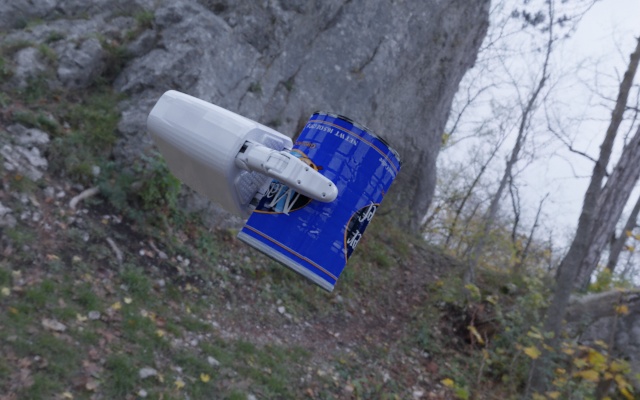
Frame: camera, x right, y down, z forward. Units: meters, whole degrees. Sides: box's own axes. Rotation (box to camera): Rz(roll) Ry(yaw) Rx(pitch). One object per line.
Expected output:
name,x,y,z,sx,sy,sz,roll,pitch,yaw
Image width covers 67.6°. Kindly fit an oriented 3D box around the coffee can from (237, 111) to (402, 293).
coffee can,0.000,0.002,0.458,0.103,0.140,0.103,30,-10,5
